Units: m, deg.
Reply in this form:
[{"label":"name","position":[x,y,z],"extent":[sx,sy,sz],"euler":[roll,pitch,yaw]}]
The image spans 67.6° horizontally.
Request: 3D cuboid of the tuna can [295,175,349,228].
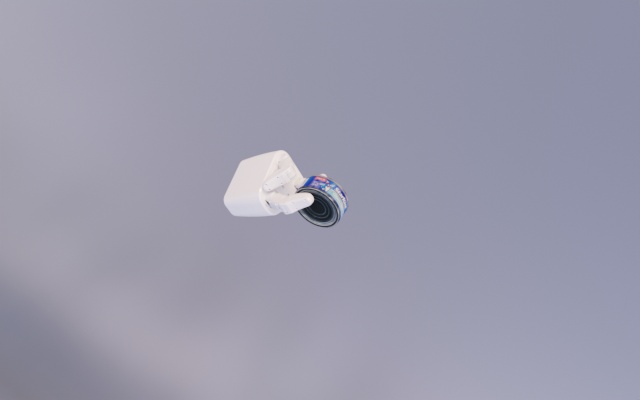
[{"label":"tuna can","position":[0.000,0.003,0.773],"extent":[0.086,0.086,0.033],"euler":[0,38,35]}]
